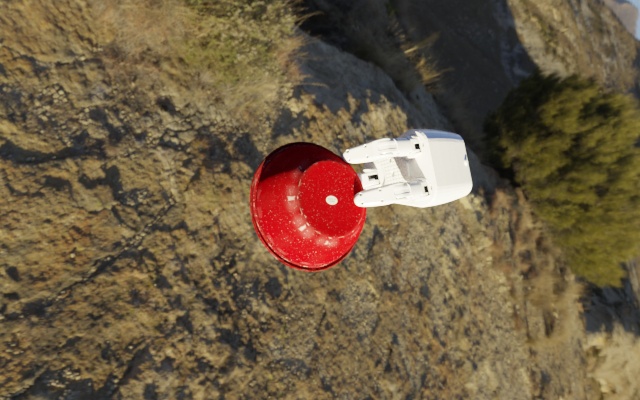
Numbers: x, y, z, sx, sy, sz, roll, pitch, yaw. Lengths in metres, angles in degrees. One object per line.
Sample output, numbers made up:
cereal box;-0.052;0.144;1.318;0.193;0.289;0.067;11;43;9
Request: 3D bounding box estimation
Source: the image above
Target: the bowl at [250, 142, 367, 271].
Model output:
bowl;-0.001;0.002;0.567;0.162;0.162;0.055;0;-9;-32
